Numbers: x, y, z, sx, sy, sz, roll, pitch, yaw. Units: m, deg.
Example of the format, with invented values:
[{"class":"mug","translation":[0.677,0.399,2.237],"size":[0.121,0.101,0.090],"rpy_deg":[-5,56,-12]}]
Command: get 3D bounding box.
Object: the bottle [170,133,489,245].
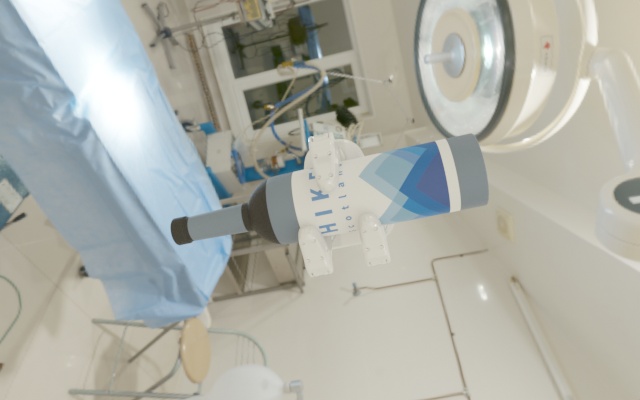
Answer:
[{"class":"bottle","translation":[0.000,0.001,0.451],"size":[0.296,0.069,0.069],"rpy_deg":[-12,-2,8]}]
